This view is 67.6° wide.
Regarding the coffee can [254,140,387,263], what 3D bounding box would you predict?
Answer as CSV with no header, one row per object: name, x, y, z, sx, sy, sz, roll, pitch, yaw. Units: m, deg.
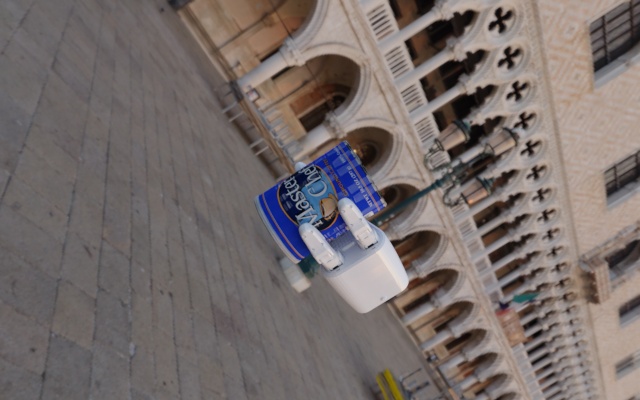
coffee can,0.000,0.002,0.622,0.140,0.103,0.103,-32,-2,4
